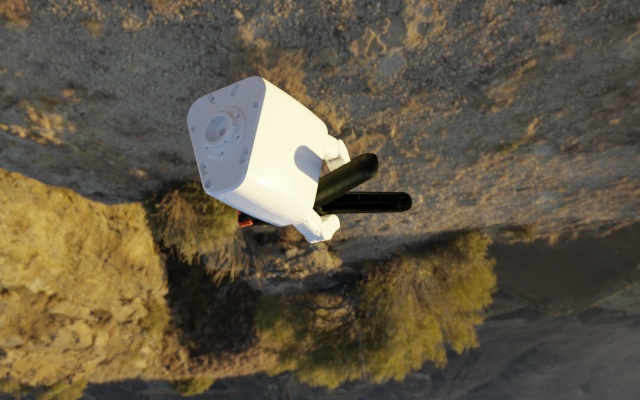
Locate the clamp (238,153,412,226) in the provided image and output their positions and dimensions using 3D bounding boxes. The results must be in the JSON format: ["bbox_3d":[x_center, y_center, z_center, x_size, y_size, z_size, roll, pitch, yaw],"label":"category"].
[{"bbox_3d":[0.000,0.003,0.563,0.210,0.036,0.164,-13,-21,27],"label":"clamp"}]
